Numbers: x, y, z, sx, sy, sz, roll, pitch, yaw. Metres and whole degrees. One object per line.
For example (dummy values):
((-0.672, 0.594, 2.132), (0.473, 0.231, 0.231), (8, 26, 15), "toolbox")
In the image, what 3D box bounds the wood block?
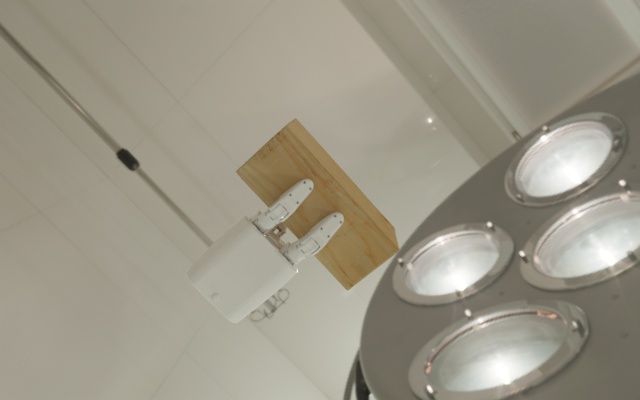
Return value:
((0.000, 0.002, 0.625), (0.090, 0.206, 0.090), (-40, 9, 13), "wood block")
